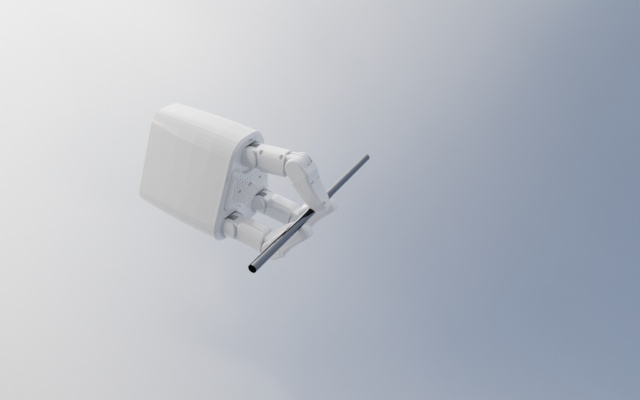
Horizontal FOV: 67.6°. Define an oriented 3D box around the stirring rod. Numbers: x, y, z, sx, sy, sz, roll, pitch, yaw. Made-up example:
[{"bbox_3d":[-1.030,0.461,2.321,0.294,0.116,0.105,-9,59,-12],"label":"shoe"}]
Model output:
[{"bbox_3d":[0.000,0.002,0.473,0.011,0.011,0.239,0,26,30],"label":"stirring rod"}]
